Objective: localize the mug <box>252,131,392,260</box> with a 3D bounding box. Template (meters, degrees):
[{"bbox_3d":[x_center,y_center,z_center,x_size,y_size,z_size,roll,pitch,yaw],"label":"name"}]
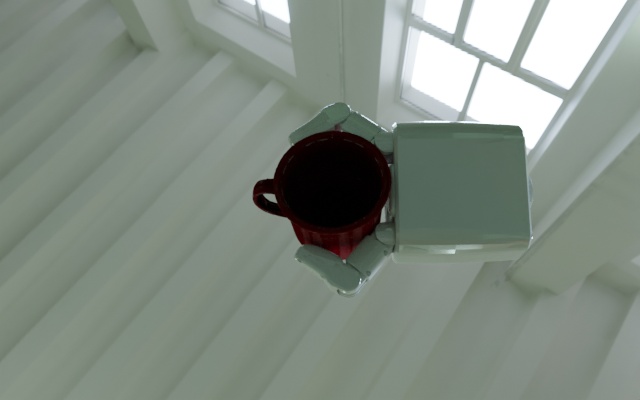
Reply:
[{"bbox_3d":[-0.001,0.001,0.411,0.117,0.093,0.081,0,-26,5],"label":"mug"}]
